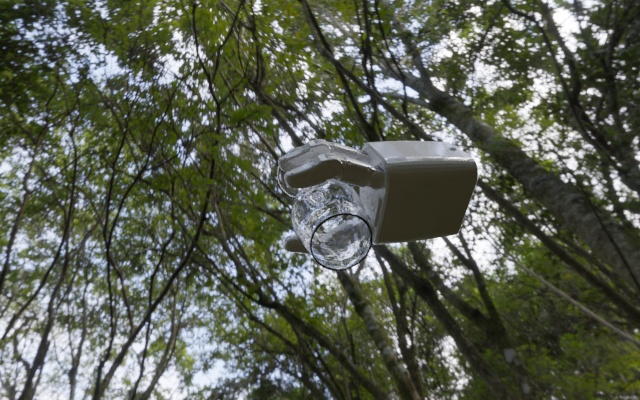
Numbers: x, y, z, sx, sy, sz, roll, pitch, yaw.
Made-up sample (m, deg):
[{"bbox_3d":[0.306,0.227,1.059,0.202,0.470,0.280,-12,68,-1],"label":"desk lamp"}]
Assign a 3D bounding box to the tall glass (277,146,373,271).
[{"bbox_3d":[0.000,0.002,0.541,0.079,0.079,0.201,0,23,-12],"label":"tall glass"}]
